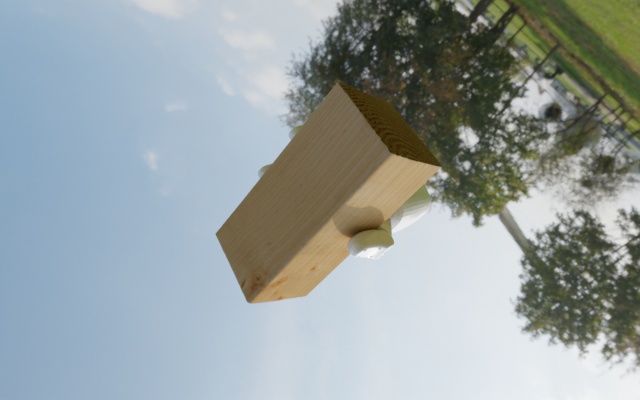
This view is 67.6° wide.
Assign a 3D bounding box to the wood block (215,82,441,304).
[{"bbox_3d":[0.000,0.002,0.464,0.090,0.090,0.206,6,-46,-50],"label":"wood block"}]
